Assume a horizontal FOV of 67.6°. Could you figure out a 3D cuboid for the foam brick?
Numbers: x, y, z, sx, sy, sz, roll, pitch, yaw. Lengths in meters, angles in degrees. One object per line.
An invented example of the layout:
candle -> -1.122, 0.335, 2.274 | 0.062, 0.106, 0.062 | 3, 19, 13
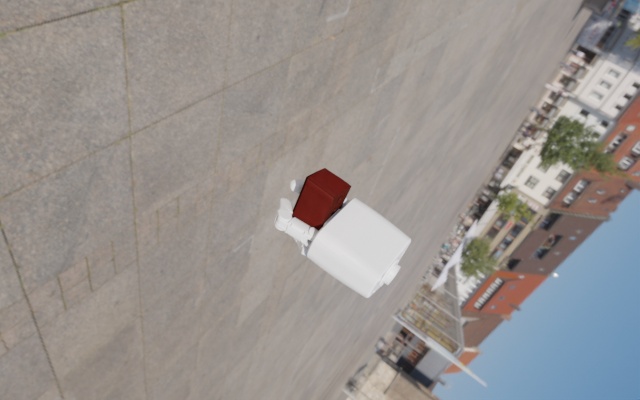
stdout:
foam brick -> 0.000, 0.002, 0.690 | 0.051, 0.078, 0.053 | 35, 35, 17
